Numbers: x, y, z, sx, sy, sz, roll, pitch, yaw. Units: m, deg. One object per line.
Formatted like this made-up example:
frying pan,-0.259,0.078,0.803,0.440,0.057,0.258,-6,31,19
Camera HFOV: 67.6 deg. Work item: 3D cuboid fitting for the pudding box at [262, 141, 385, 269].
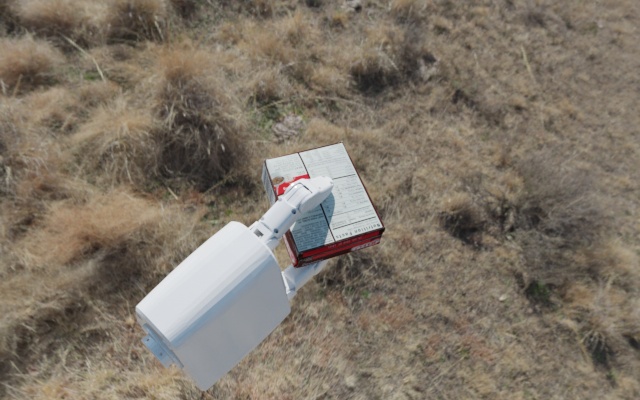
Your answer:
pudding box,0.000,0.001,0.472,0.090,0.113,0.039,-14,-27,-16
